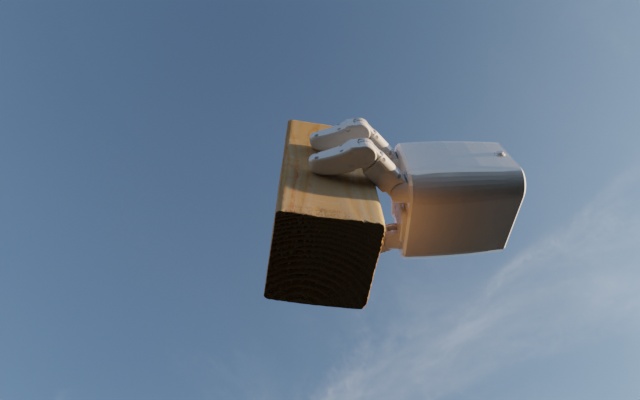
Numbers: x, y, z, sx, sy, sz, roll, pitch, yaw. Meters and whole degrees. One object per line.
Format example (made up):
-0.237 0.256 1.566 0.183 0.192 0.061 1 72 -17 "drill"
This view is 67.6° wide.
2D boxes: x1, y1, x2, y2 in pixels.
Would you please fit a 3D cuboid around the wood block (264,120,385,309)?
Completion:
0.000 0.002 0.476 0.090 0.091 0.206 7 28 -5 "wood block"
